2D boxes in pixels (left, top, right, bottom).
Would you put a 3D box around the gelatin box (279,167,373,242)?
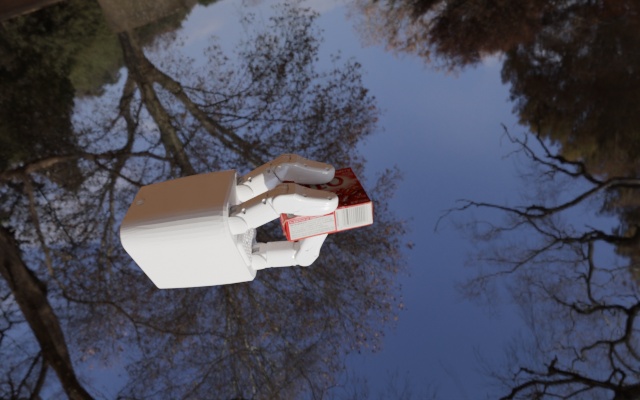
[{"bbox_3d":[0.000,0.002,0.486,0.089,0.030,0.073,-12,34,-8],"label":"gelatin box"}]
